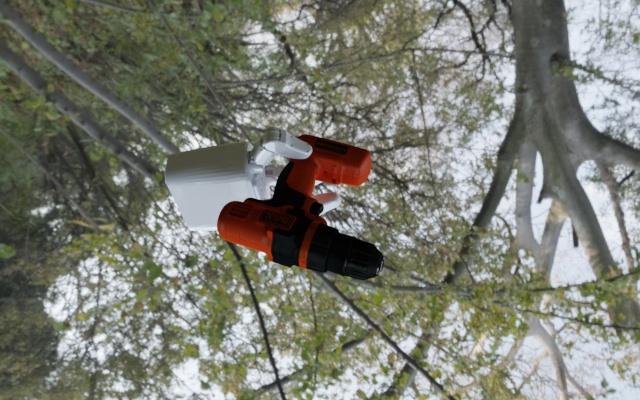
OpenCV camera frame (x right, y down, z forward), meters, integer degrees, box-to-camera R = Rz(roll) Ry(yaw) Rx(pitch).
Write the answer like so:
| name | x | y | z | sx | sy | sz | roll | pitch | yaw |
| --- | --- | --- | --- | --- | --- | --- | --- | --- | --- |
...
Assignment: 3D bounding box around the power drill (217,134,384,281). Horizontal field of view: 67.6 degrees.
| name | x | y | z | sx | sy | sz | roll | pitch | yaw |
| --- | --- | --- | --- | --- | --- | --- | --- | --- | --- |
| power drill | 0.000 | 0.002 | 0.555 | 0.184 | 0.057 | 0.187 | 17 | 41 | 11 |
